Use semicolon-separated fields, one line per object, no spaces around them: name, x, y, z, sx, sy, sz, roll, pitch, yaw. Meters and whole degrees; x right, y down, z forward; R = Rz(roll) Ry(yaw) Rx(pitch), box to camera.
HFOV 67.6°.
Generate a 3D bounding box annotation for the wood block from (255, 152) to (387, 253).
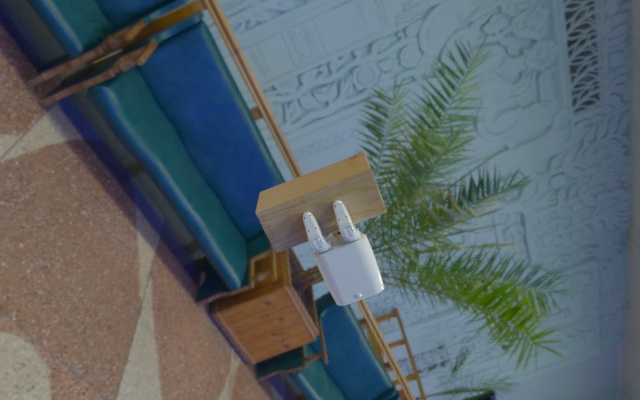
wood block;0.000;0.003;0.842;0.206;0.090;0.090;-21;23;7
